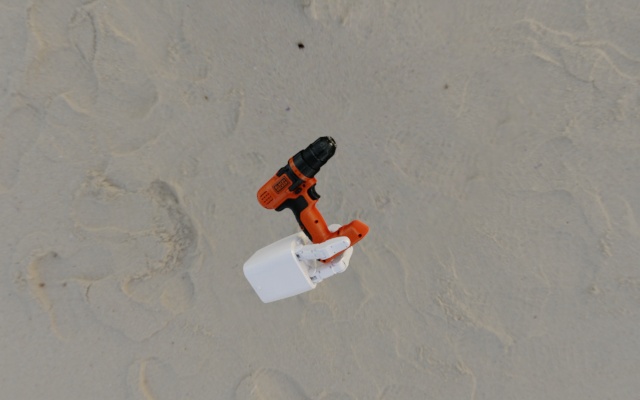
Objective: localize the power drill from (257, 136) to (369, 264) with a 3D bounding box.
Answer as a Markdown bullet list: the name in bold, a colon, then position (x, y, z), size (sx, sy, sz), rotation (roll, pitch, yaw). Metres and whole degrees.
- **power drill**: position (0.000, 0.003, 0.845), size (0.184, 0.187, 0.057), rotation (-39, -1, 27)
